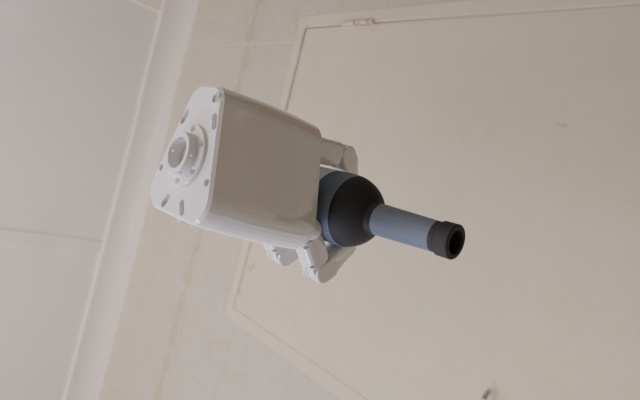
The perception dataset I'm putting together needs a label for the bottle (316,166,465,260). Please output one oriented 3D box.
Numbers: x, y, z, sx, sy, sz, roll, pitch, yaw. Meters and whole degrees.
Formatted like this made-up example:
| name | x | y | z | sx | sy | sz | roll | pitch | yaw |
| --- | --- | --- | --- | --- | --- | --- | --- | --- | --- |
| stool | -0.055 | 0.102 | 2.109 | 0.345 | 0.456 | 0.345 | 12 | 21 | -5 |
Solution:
| name | x | y | z | sx | sy | sz | roll | pitch | yaw |
| --- | --- | --- | --- | --- | --- | --- | --- | --- | --- |
| bottle | 0.000 | 0.001 | 0.457 | 0.069 | 0.069 | 0.295 | 0 | 12 | -44 |
